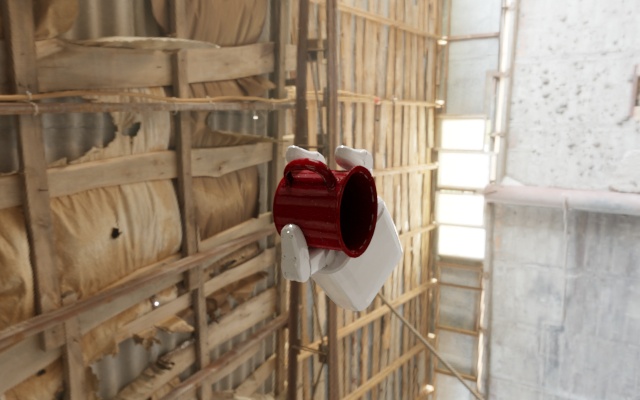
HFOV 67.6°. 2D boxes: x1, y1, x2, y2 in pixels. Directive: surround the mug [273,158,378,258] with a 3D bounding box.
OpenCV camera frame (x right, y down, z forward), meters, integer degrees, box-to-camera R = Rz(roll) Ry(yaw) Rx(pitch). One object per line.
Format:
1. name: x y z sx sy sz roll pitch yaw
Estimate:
1. mug: -0.001 0.001 0.489 0.081 0.093 0.117 4 -36 30
